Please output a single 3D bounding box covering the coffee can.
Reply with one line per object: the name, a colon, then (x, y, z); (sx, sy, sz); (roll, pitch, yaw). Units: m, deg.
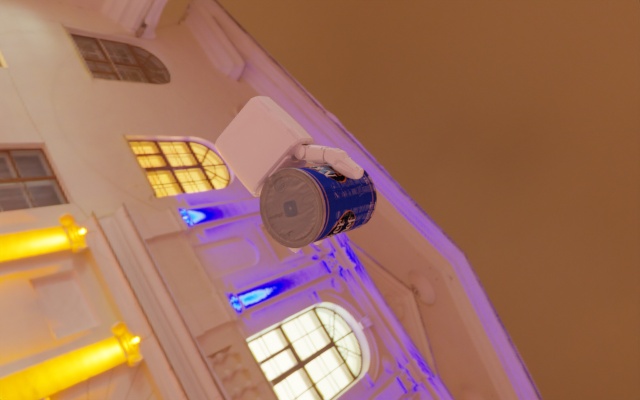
coffee can: (0.000, 0.002, 0.659); (0.103, 0.103, 0.140); (0, 7, 34)
